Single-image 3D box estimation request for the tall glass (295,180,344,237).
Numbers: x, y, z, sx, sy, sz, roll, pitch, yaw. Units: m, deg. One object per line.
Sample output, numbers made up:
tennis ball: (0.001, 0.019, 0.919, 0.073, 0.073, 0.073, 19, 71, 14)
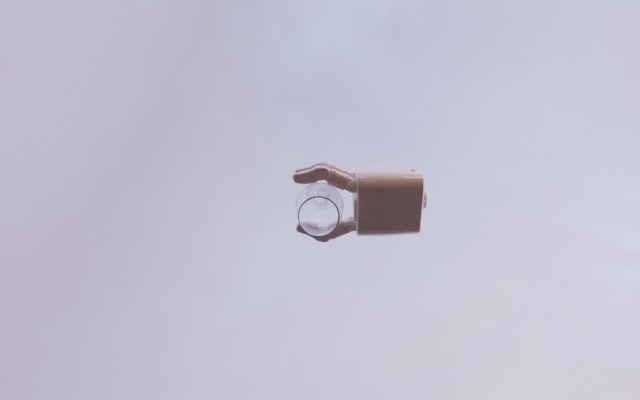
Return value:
tall glass: (0.000, 0.003, 0.793, 0.079, 0.079, 0.201, 0, 13, 2)
